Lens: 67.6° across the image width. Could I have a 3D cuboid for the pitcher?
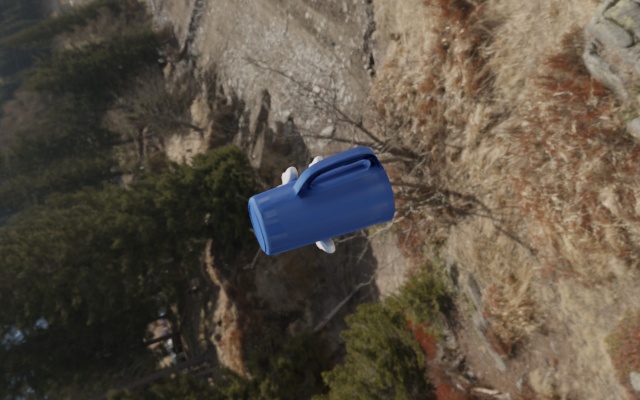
[{"bbox_3d":[0.000,0.003,0.850,0.243,0.149,0.145,-18,5,-15],"label":"pitcher"}]
